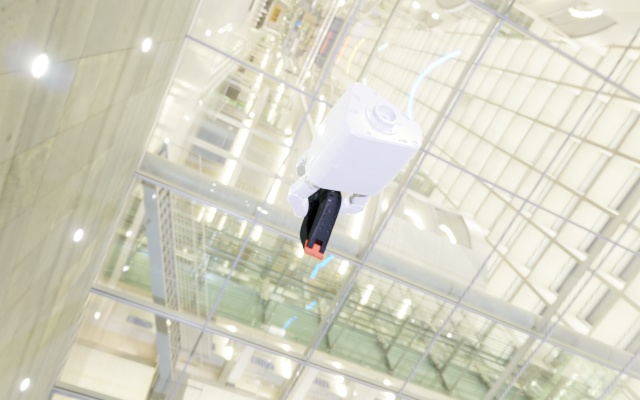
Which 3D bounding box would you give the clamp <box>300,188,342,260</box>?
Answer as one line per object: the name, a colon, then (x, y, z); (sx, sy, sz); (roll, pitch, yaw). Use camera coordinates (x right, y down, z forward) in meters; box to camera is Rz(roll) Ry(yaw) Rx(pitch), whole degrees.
clamp: (0.001, 0.003, 0.701); (0.036, 0.209, 0.165); (24, -39, -14)
